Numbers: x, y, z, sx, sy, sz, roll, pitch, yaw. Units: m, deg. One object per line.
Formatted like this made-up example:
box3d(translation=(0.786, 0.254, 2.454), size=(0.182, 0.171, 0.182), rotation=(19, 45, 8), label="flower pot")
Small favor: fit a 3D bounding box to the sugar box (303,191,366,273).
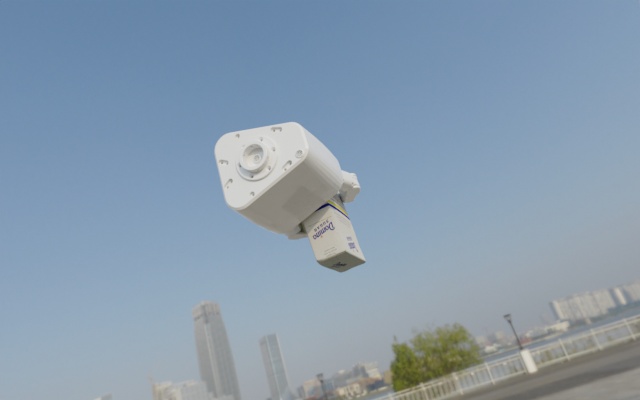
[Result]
box3d(translation=(0.000, 0.002, 0.624), size=(0.048, 0.176, 0.093), rotation=(-23, -22, 14), label="sugar box")
